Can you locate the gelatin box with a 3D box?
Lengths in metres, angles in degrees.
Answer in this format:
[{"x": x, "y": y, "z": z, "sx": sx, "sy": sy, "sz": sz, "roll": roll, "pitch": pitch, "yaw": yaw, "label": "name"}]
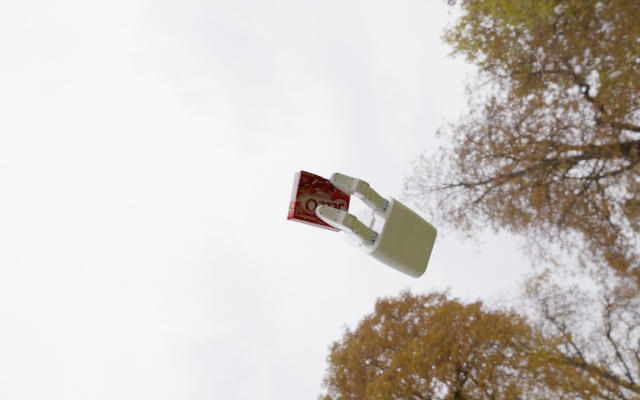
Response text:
[{"x": 0.000, "y": 0.002, "z": 0.705, "sx": 0.089, "sy": 0.073, "sz": 0.030, "roll": 15, "pitch": -14, "yaw": -22, "label": "gelatin box"}]
